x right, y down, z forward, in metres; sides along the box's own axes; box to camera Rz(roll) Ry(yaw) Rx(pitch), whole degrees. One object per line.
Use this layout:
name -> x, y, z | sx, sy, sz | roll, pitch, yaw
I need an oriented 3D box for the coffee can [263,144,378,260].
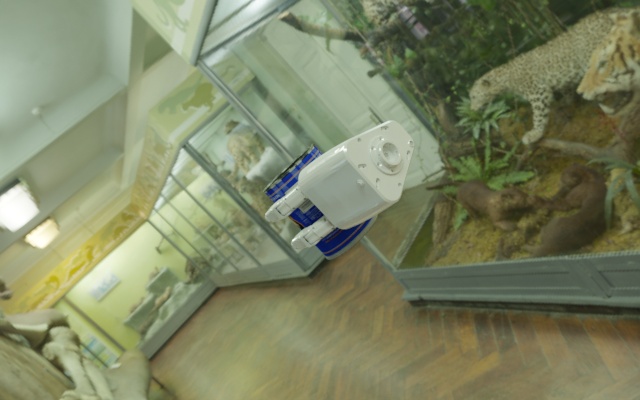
coffee can -> 0.000, 0.002, 0.704 | 0.103, 0.140, 0.102 | -42, 9, 8
